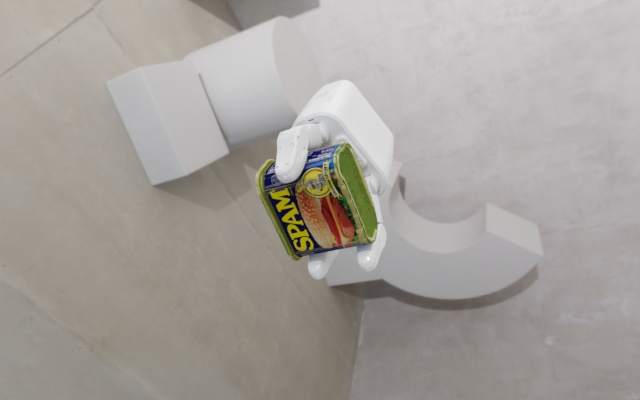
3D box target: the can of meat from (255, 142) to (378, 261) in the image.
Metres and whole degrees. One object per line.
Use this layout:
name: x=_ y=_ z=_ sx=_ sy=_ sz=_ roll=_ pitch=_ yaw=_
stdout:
can of meat: x=0.000 y=0.001 z=0.455 sx=0.084 sy=0.102 sz=0.057 roll=-13 pitch=25 yaw=23
